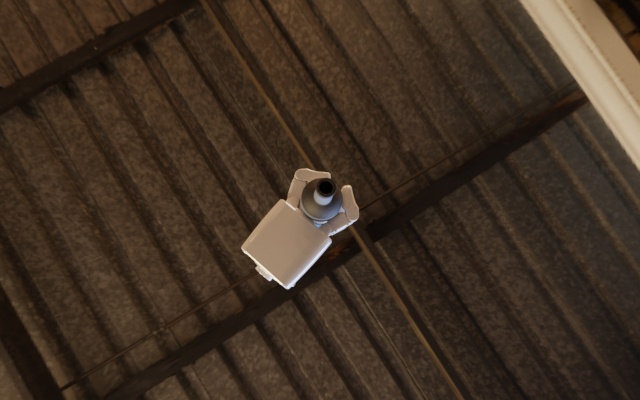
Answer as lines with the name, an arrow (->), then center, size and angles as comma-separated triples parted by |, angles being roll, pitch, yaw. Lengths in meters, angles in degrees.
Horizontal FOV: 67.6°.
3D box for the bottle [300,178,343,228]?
bottle -> 0.000, 0.003, 0.786 | 0.069, 0.069, 0.296 | 0, -8, -3
